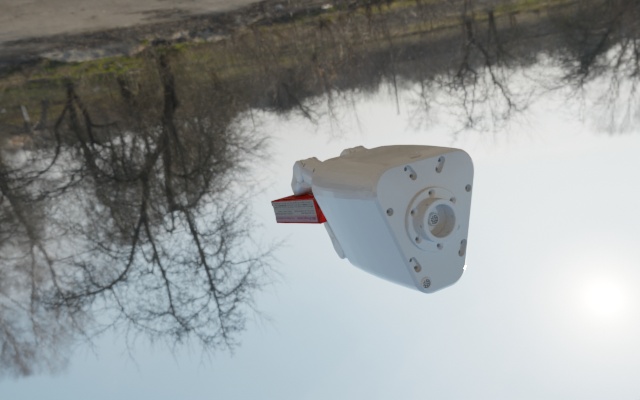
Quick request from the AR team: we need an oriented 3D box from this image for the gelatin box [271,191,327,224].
[{"bbox_3d":[0.000,0.002,0.523,0.073,0.030,0.089,-18,8,-35],"label":"gelatin box"}]
